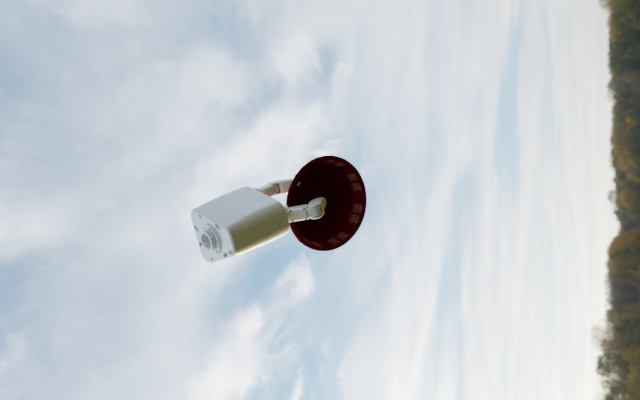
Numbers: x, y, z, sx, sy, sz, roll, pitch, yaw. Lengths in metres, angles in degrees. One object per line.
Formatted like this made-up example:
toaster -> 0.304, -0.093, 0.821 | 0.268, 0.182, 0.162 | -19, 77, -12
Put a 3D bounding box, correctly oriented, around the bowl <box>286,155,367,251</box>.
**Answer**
bowl -> 0.001, 0.003, 0.820 | 0.162, 0.162, 0.055 | 0, 7, -32
